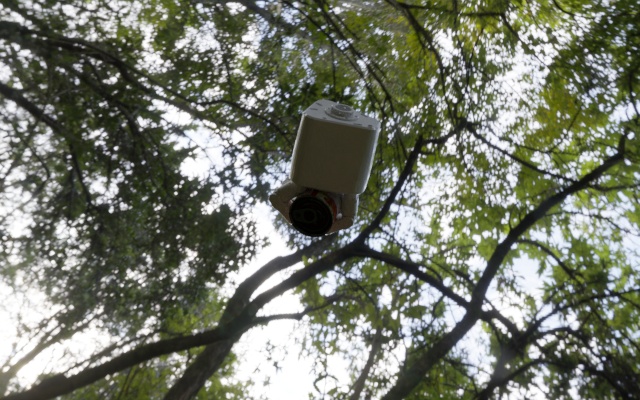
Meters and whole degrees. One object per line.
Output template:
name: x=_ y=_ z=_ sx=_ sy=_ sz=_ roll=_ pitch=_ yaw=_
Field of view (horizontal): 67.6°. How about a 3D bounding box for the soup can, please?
soup can: x=0.000 y=0.003 z=0.736 sx=0.068 sy=0.068 sz=0.102 roll=0 pitch=25 yaw=19
